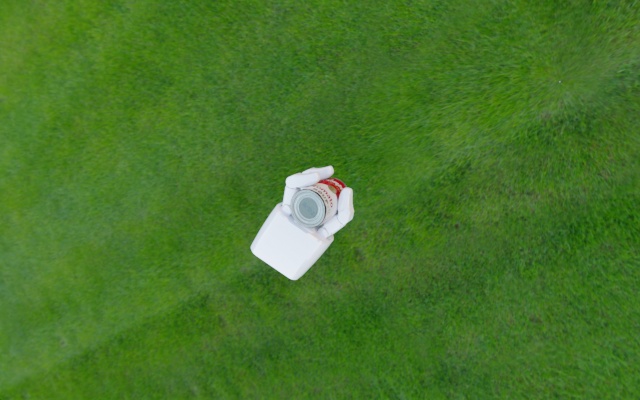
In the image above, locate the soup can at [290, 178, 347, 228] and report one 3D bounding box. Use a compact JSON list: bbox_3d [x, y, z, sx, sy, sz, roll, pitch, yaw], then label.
[{"bbox_3d":[0.000,0.002,0.819,0.068,0.068,0.102,0,13,27],"label":"soup can"}]
